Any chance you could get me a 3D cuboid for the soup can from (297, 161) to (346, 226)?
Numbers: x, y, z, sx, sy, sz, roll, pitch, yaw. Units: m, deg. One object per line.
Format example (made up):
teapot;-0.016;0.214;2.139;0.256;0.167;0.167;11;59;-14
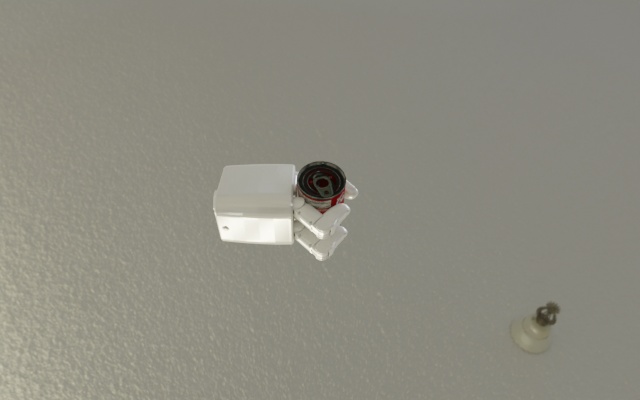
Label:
soup can;0.001;0.002;0.691;0.068;0.068;0.102;0;-38;-2
